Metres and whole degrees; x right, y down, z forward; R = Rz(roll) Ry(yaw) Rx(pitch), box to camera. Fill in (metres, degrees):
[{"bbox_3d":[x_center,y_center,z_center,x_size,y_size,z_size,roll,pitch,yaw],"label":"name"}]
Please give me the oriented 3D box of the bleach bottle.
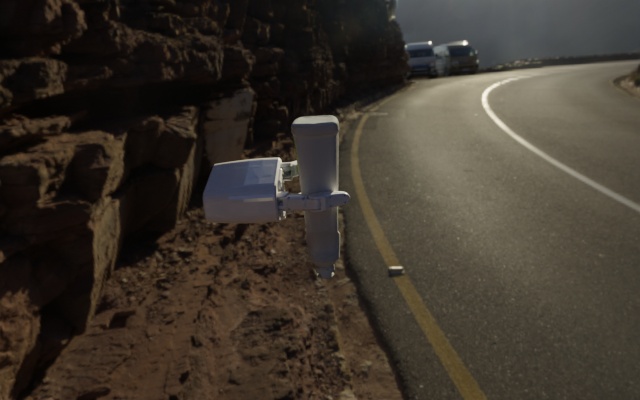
[{"bbox_3d":[0.000,0.002,0.724,0.068,0.251,0.102,-3,16,2],"label":"bleach bottle"}]
